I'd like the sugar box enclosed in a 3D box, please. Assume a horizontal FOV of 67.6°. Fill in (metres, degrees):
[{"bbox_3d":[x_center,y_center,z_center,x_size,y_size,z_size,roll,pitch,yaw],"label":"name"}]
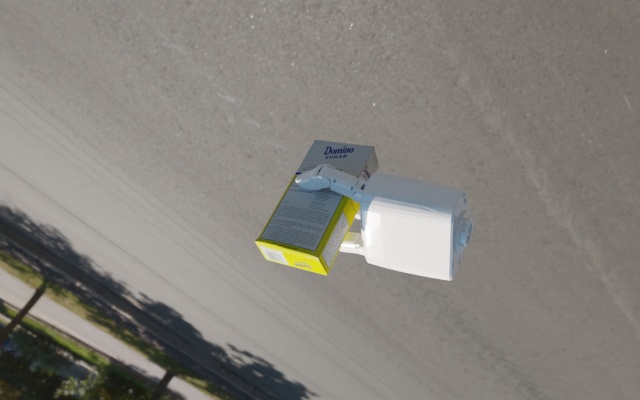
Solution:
[{"bbox_3d":[0.000,0.002,0.607,0.093,0.176,0.048,11,-36,29],"label":"sugar box"}]
